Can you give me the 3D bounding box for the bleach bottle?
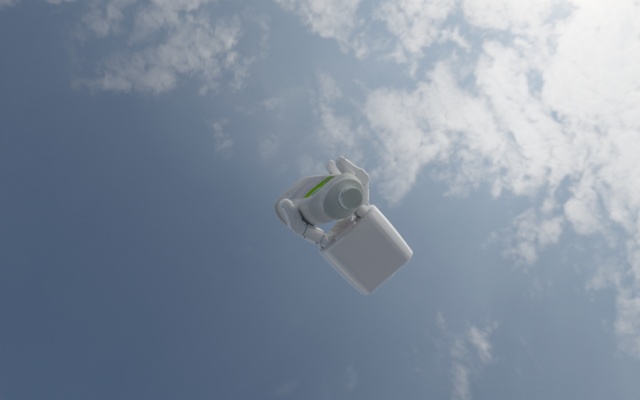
[{"bbox_3d":[0.000,0.002,0.759,0.102,0.068,0.251,-44,12,-13],"label":"bleach bottle"}]
